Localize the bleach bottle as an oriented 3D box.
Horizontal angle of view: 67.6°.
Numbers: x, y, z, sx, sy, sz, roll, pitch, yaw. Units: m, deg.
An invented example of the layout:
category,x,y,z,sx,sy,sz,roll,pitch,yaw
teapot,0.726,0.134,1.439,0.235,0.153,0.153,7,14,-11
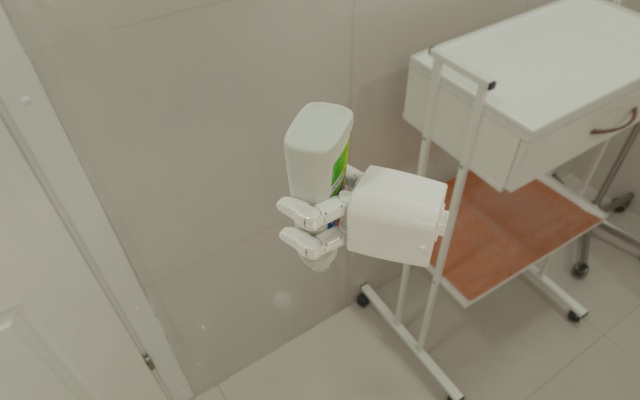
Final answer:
category,x,y,z,sx,sy,sz,roll,pitch,yaw
bleach bottle,0.000,0.002,0.640,0.068,0.251,0.102,14,46,15
